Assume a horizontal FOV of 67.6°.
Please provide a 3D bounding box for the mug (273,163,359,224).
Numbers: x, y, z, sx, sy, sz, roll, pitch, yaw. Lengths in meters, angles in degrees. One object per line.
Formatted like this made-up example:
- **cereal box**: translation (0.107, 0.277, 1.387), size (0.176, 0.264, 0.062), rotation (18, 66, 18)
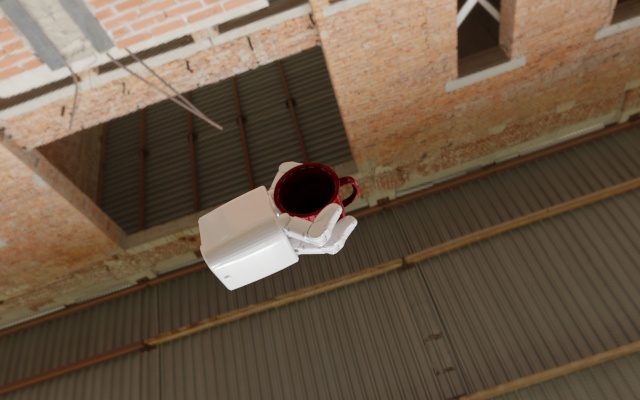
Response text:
- **mug**: translation (0.001, 0.002, 0.680), size (0.117, 0.093, 0.082), rotation (-25, -38, -3)
